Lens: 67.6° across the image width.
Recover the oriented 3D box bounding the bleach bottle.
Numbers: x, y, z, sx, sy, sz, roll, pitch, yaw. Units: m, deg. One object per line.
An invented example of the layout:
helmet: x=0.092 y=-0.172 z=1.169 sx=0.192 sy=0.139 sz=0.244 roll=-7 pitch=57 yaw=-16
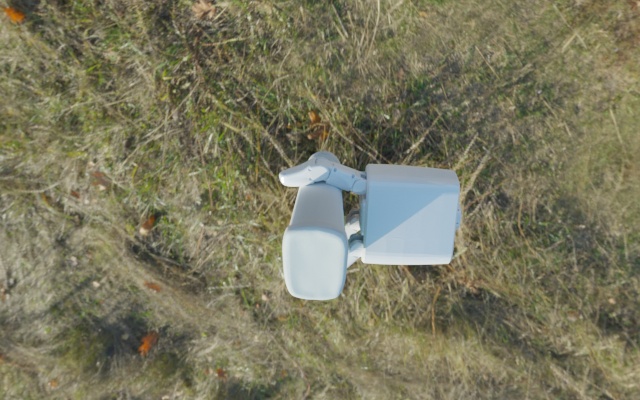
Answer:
bleach bottle: x=0.000 y=0.002 z=0.595 sx=0.068 sy=0.103 sz=0.250 roll=3 pitch=33 yaw=2
